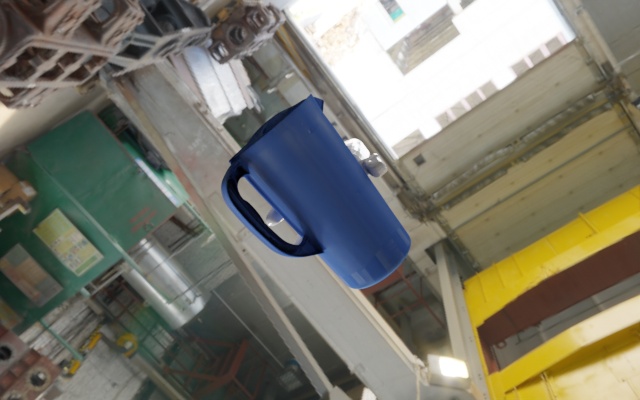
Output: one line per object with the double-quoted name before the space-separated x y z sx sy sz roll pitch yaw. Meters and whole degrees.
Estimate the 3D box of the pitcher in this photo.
"pitcher" 0.000 0.002 0.614 0.149 0.243 0.145 -35 13 17
